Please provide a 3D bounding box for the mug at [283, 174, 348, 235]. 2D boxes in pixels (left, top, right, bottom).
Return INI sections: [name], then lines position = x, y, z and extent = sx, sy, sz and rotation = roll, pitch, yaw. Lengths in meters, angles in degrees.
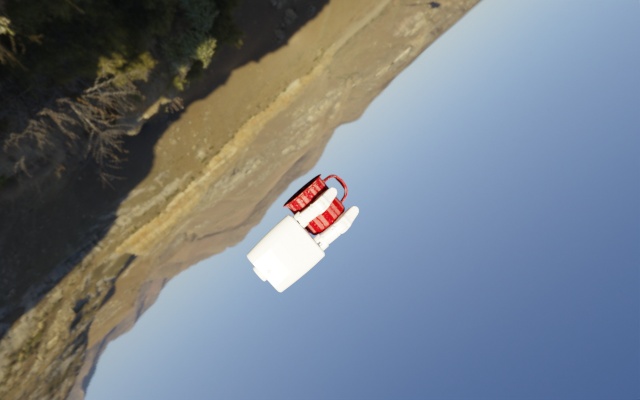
[mug]
position = 0.001, 0.002, 0.893
extent = 0.117, 0.081, 0.093
rotation = -42, 8, -6
